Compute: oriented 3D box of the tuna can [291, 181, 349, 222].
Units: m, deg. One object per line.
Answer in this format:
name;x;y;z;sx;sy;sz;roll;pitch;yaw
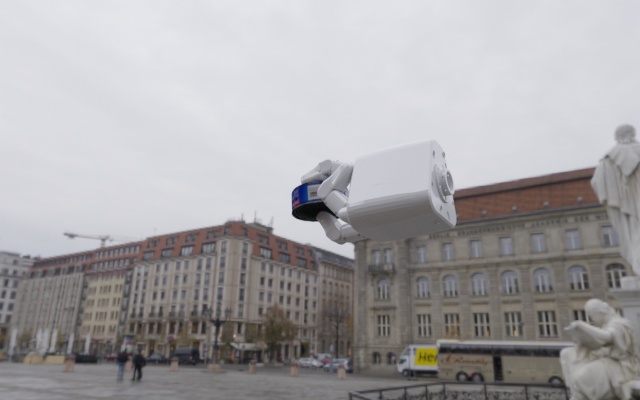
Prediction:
tuna can;0.000;0.002;0.693;0.086;0.033;0.086;-3;-21;-1
